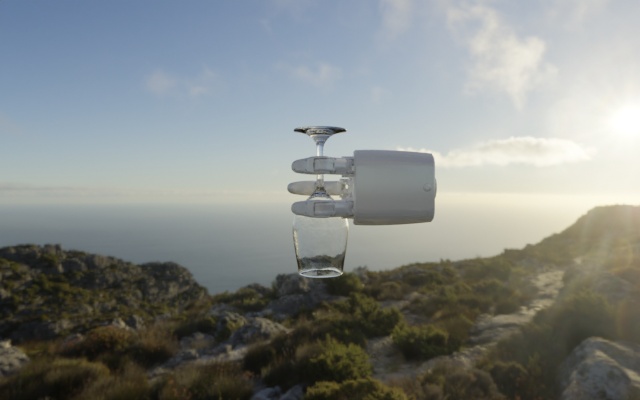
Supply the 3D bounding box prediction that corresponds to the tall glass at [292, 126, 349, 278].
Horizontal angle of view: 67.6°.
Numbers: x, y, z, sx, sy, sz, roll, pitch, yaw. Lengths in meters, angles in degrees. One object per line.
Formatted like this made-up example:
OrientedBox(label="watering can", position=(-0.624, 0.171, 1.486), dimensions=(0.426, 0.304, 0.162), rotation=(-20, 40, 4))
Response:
OrientedBox(label="tall glass", position=(0.000, 0.002, 0.661), dimensions=(0.079, 0.201, 0.079), rotation=(0, 1, 0))
